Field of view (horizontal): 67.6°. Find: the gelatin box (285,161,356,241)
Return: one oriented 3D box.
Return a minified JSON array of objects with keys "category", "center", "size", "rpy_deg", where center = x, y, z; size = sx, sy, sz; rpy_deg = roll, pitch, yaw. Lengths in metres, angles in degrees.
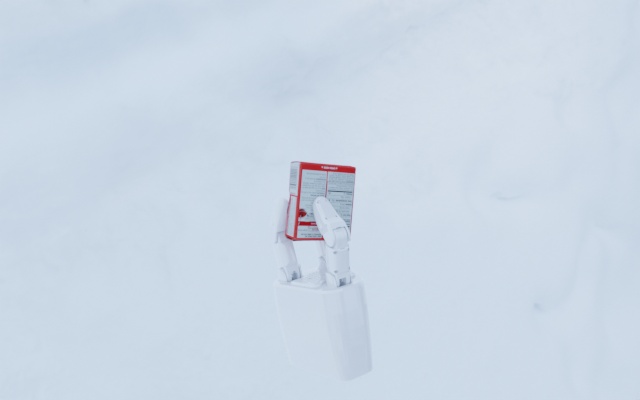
[{"category":"gelatin box","center":[0.000,0.001,0.548],"size":[0.073,0.089,0.030],"rpy_deg":[2,5,-28]}]
